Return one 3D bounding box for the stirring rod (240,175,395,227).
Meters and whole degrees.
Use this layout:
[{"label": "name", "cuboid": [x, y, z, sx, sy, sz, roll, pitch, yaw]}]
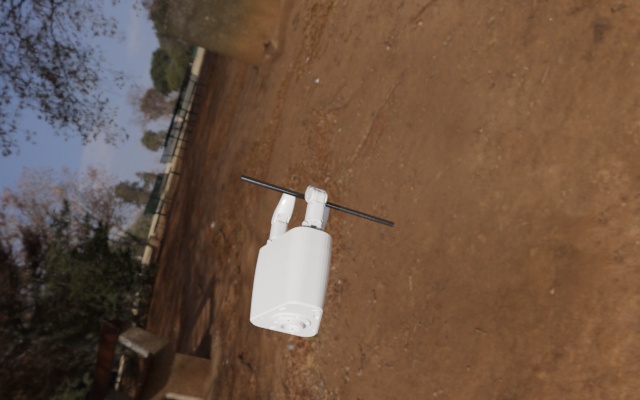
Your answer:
[{"label": "stirring rod", "cuboid": [0.000, 0.002, 0.697, 0.239, 0.011, 0.011, 17, -5, -15]}]
